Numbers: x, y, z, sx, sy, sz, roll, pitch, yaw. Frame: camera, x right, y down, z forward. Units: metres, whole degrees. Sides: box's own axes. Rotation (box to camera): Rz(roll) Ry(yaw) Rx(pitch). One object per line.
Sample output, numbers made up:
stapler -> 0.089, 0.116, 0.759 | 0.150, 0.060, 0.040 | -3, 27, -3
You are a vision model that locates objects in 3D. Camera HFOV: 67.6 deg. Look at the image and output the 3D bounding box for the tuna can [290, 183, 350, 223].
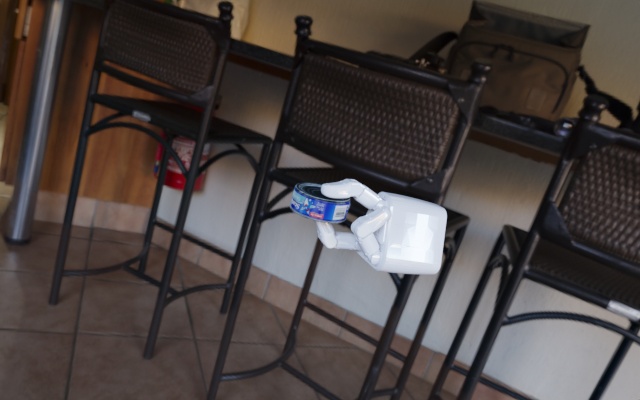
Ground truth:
tuna can -> 0.000, 0.002, 0.703 | 0.086, 0.034, 0.086 | 12, 16, -4
